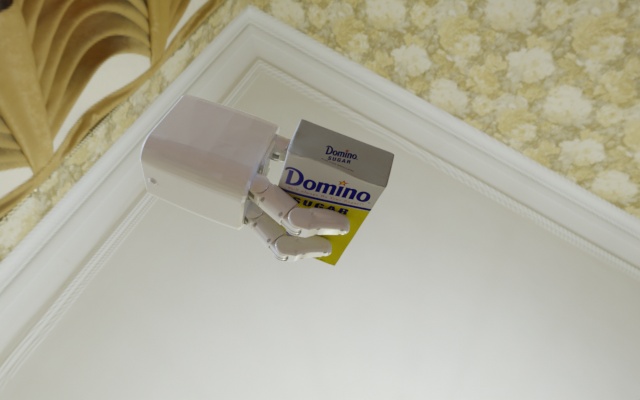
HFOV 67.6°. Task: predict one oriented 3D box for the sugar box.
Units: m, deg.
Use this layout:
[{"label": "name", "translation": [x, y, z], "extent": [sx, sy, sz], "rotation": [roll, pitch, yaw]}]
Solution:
[{"label": "sugar box", "translation": [0.000, 0.002, 0.486], "extent": [0.093, 0.048, 0.176], "rotation": [20, -31, -2]}]
